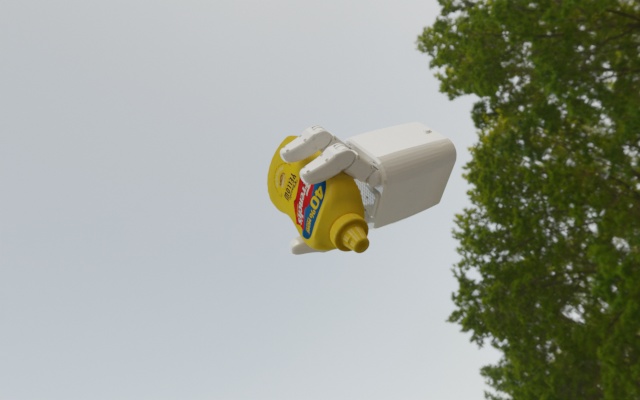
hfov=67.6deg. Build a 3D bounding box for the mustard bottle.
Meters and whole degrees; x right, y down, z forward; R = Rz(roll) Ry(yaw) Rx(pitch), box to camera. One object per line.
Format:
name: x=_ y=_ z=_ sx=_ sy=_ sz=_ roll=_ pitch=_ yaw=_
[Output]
mustard bottle: x=0.000 y=0.002 z=0.550 sx=0.058 sy=0.096 sz=0.191 roll=6 pitch=25 yaw=-33
